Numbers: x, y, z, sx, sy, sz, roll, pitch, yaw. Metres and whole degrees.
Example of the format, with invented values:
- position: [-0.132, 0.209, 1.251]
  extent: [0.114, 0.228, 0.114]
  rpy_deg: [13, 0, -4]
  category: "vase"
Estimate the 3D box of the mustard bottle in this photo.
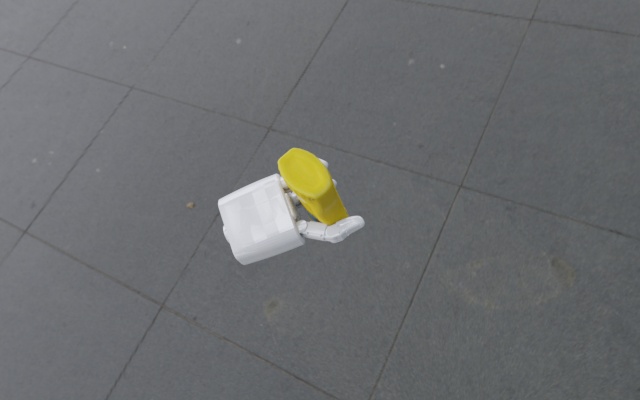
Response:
- position: [0.000, 0.002, 0.741]
  extent: [0.096, 0.058, 0.192]
  rpy_deg: [43, -9, 30]
  category: "mustard bottle"
